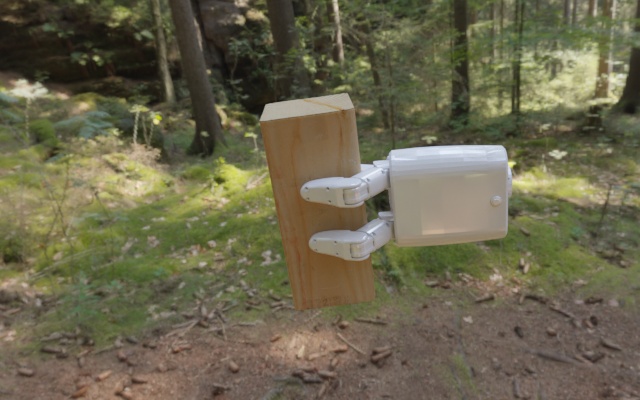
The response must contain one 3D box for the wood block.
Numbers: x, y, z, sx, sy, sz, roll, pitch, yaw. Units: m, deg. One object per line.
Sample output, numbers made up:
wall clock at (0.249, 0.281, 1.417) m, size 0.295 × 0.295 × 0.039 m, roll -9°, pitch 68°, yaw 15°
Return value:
wood block at (0.000, 0.001, 0.507) m, size 0.090 × 0.206 × 0.090 m, roll -8°, pitch 22°, yaw 2°
